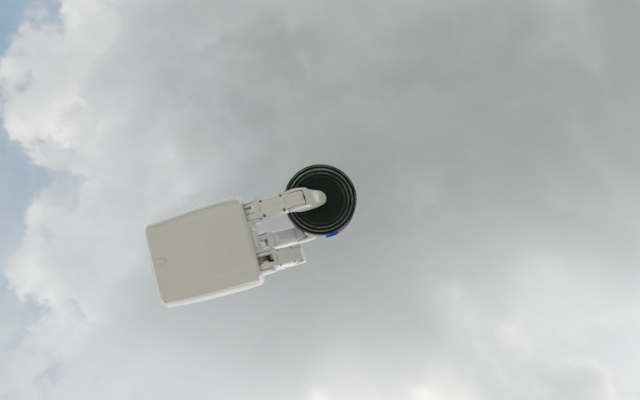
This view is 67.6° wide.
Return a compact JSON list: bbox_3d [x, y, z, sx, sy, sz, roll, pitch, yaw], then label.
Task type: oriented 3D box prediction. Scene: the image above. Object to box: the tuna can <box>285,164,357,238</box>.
[{"bbox_3d":[0.000,0.002,0.575,0.086,0.086,0.034,0,-12,2],"label":"tuna can"}]
